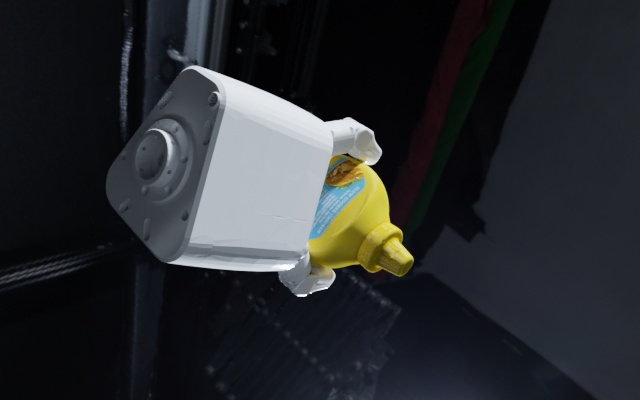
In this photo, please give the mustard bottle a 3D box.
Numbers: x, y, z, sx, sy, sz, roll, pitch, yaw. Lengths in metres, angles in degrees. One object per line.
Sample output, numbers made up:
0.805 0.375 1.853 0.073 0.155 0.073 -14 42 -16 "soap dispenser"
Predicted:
0.000 0.001 0.411 0.191 0.096 0.058 37 -11 32 "mustard bottle"
